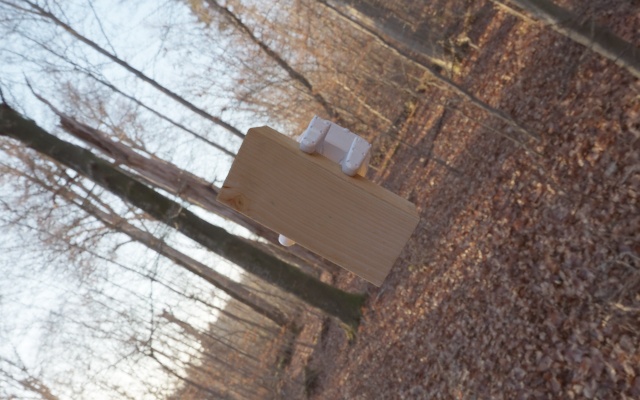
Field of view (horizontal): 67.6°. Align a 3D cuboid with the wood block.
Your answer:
[{"bbox_3d":[0.000,0.002,0.555,0.206,0.091,0.090,28,13,1],"label":"wood block"}]
